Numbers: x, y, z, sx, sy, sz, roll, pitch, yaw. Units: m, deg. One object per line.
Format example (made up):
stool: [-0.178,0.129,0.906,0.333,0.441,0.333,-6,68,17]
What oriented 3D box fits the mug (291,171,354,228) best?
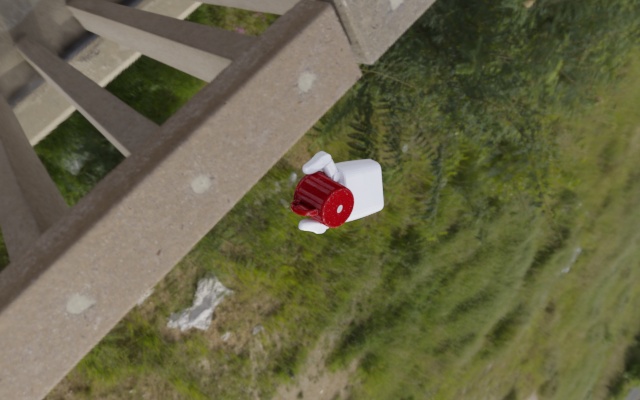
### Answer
mug: [-0.001,0.003,0.890,0.117,0.093,0.081,-16,31,-36]
